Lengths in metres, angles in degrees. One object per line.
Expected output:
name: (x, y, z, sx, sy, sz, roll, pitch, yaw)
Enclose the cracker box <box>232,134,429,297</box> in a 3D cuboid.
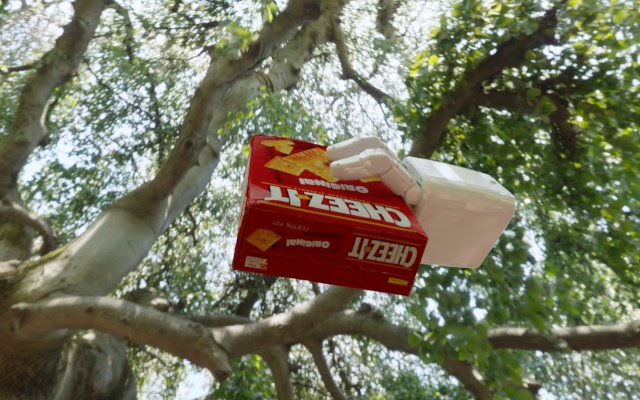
cracker box: (0.000, 0.002, 0.502, 0.164, 0.072, 0.213, 10, 22, -11)
